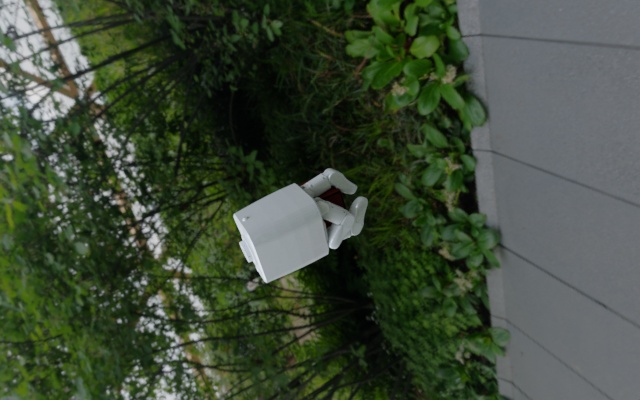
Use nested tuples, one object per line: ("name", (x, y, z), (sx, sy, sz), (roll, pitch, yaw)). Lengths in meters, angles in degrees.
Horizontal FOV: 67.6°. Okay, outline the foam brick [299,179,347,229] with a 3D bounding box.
("foam brick", (0.000, 0.002, 0.757), (0.051, 0.053, 0.078), (-26, 29, -14))
